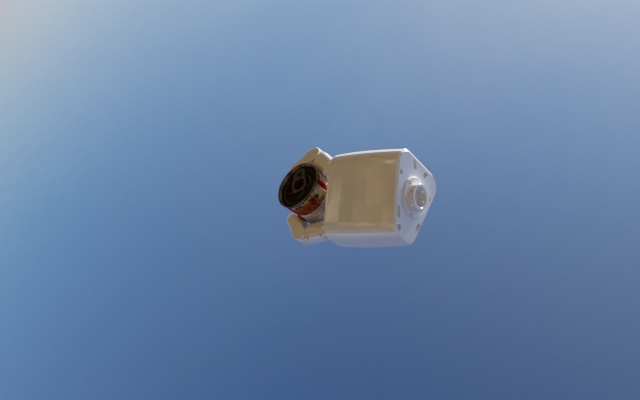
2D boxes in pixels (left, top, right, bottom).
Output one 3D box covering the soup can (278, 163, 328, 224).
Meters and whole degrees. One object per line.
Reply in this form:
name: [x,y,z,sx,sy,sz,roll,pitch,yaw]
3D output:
soup can: [0.000,0.002,0.665,0.068,0.068,0.102,0,-27,44]
